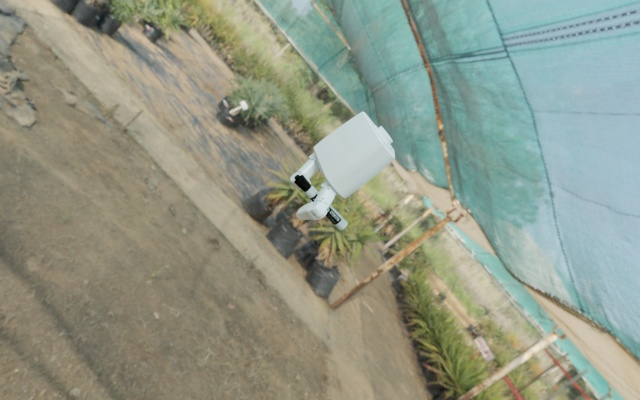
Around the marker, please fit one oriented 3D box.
[{"bbox_3d":[0.000,0.003,0.769,0.121,0.020,0.020,47,-23,-23],"label":"marker"}]
